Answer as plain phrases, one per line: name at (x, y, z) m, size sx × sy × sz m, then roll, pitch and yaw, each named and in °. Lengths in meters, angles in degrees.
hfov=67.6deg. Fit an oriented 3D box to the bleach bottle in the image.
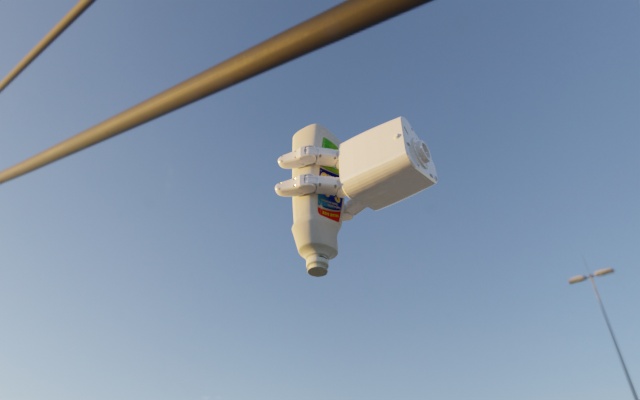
bleach bottle at (0.000, 0.002, 0.730) m, size 0.068 × 0.250 × 0.103 m, roll -24°, pitch -44°, yaw 28°
